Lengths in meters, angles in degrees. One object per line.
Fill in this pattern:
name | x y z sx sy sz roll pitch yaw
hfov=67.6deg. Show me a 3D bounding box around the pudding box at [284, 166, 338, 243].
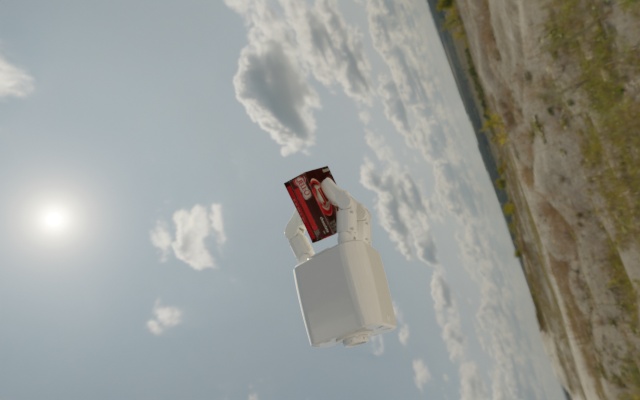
pudding box | 0.000 0.002 0.666 0.039 0.090 0.113 -25 1 17
